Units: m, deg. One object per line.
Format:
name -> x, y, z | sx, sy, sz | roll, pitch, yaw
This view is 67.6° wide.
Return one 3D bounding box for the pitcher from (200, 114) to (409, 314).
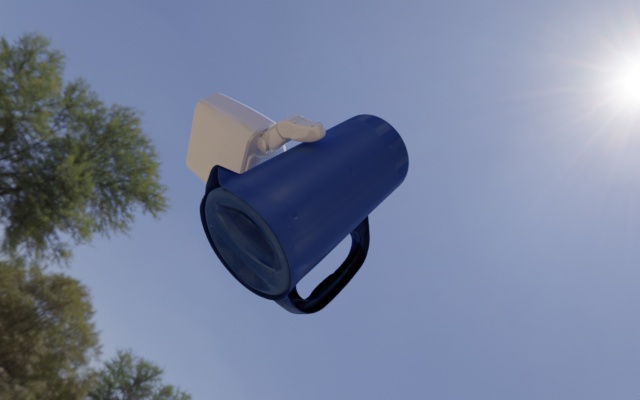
pitcher -> 0.000, 0.002, 0.550 | 0.145, 0.149, 0.242 | 31, 48, 28
